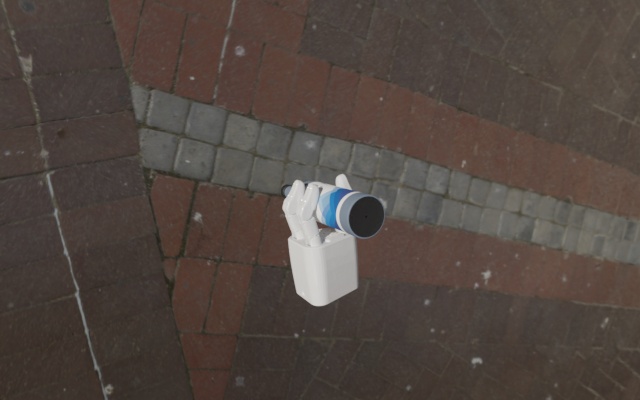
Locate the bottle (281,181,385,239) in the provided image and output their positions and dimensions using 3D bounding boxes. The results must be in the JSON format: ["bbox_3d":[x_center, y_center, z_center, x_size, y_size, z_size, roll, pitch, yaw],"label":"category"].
[{"bbox_3d":[0.000,0.003,0.830,0.069,0.069,0.295,0,8,-28],"label":"bottle"}]
